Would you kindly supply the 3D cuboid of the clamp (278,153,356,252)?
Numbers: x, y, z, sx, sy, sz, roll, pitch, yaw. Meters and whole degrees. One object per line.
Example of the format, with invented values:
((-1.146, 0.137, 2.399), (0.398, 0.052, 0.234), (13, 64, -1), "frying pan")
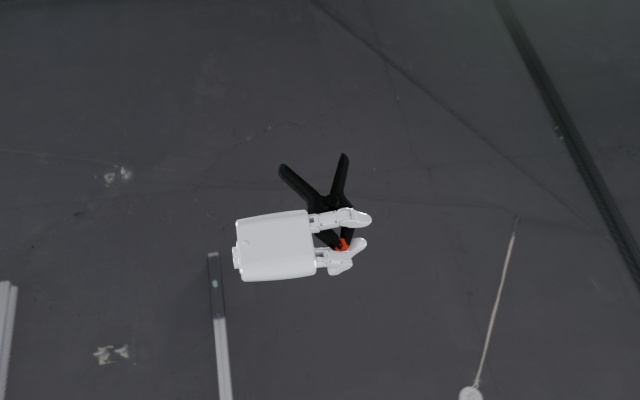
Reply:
((0.000, 0.003, 0.753), (0.120, 0.171, 0.039), (-6, -26, -9), "clamp")
